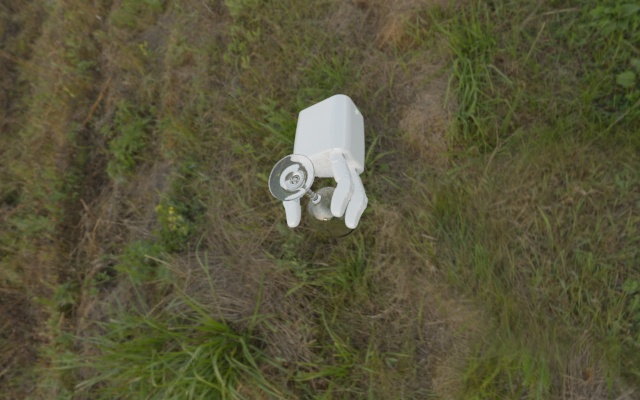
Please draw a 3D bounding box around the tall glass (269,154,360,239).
[{"bbox_3d":[0.000,0.002,0.765,0.079,0.079,0.201,0,-22,27],"label":"tall glass"}]
